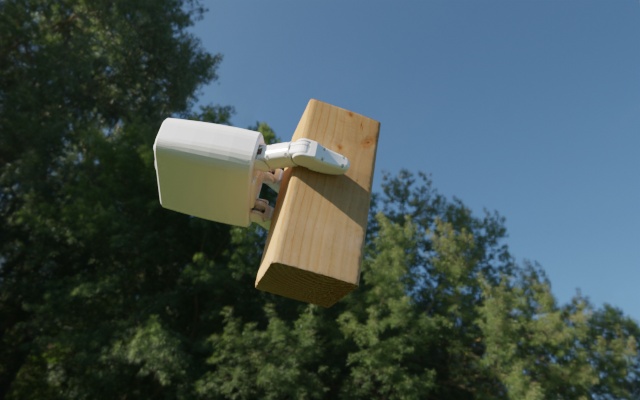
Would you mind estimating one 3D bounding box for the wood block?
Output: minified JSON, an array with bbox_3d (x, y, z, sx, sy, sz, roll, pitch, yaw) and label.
[{"bbox_3d":[0.000,0.001,0.538,0.090,0.206,0.091,17,-30,-11],"label":"wood block"}]
